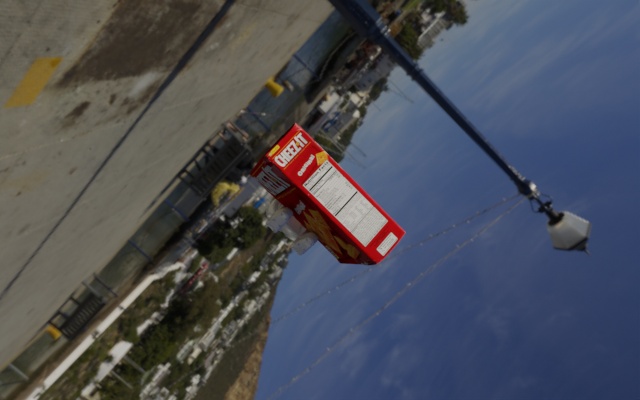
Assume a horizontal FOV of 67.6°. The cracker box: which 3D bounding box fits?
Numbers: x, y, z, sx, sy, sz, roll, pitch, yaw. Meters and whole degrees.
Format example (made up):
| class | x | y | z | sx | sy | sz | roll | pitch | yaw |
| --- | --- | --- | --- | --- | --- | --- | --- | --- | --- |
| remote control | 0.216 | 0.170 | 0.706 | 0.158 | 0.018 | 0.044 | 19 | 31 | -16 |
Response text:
| class | x | y | z | sx | sy | sz | roll | pitch | yaw |
| --- | --- | --- | --- | --- | --- | --- | --- | --- | --- |
| cracker box | 0.000 | 0.002 | 0.705 | 0.214 | 0.072 | 0.164 | 44 | -15 | -7 |
